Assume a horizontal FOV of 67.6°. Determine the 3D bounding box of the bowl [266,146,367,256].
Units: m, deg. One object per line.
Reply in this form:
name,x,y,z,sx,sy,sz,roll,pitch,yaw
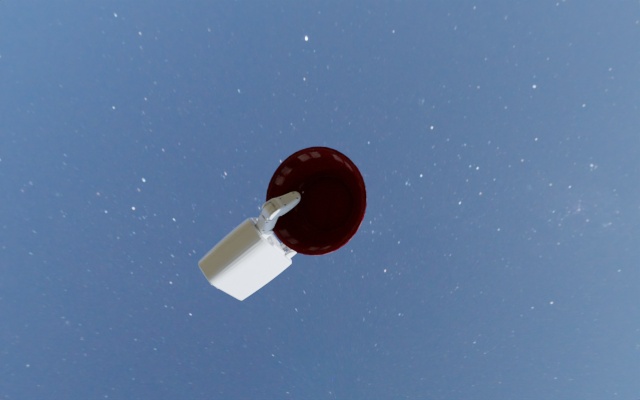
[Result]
bowl,0.001,0.002,0.723,0.162,0.162,0.055,0,-6,23
